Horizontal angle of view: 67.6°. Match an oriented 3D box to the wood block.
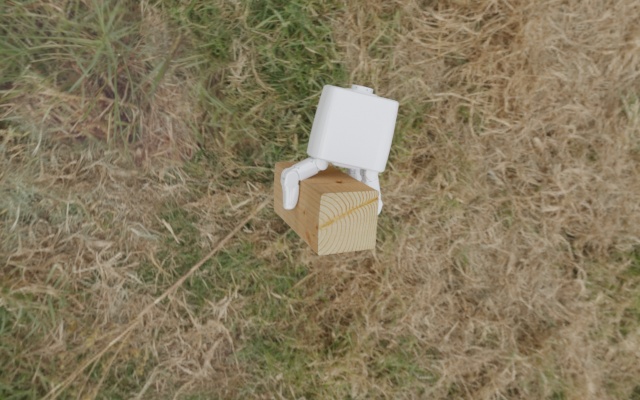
[{"bbox_3d":[0.000,0.002,0.745,0.091,0.090,0.206,-4,17,-22],"label":"wood block"}]
